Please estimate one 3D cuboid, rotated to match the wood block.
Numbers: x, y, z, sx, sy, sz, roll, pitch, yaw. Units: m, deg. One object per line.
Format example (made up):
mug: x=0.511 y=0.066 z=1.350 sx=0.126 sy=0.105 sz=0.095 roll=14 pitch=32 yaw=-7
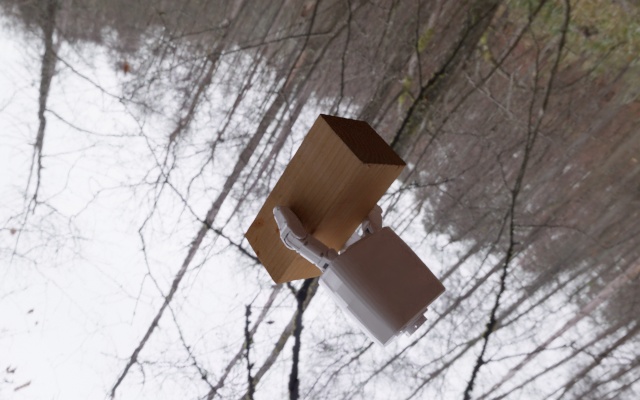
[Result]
wood block: x=0.000 y=0.002 z=0.609 sx=0.091 sy=0.206 sz=0.090 roll=-1 pitch=45 yaw=-47
